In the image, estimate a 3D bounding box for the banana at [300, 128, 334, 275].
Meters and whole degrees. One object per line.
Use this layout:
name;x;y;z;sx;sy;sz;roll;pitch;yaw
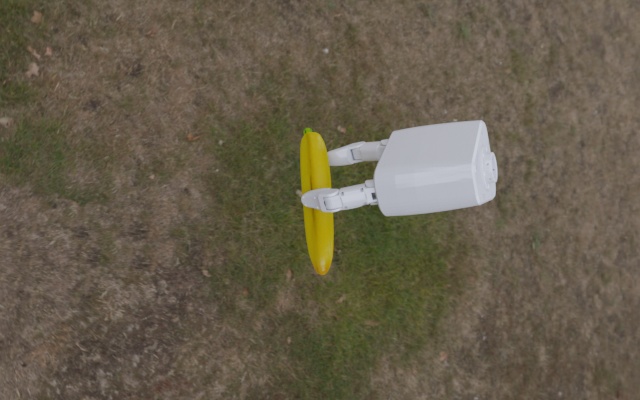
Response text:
banana;-0.003;-0.003;0.607;0.037;0.198;0.069;-4;-4;7
